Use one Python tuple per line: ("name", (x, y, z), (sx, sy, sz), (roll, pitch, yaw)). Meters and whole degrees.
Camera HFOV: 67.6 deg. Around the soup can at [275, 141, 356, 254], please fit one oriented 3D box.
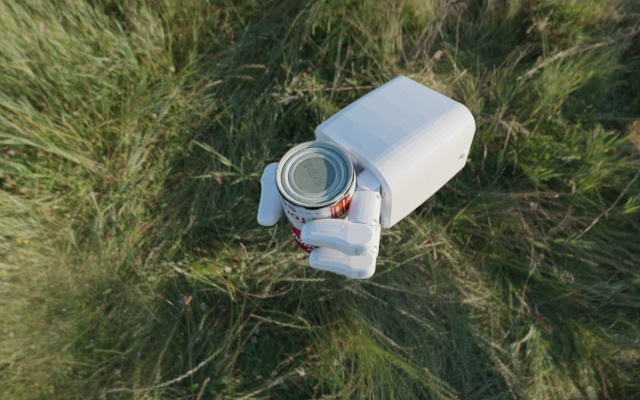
("soup can", (0.000, 0.001, 0.434), (0.068, 0.068, 0.102), (0, -29, 7))
